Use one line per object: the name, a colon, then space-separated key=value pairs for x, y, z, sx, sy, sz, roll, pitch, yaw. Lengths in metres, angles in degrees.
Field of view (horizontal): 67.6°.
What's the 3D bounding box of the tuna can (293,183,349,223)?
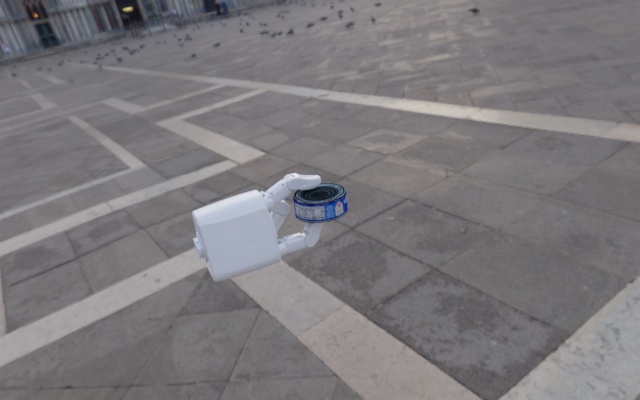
tuna can: x=0.000 y=0.002 z=0.750 sx=0.086 sy=0.034 sz=0.086 roll=-6 pitch=22 yaw=2
